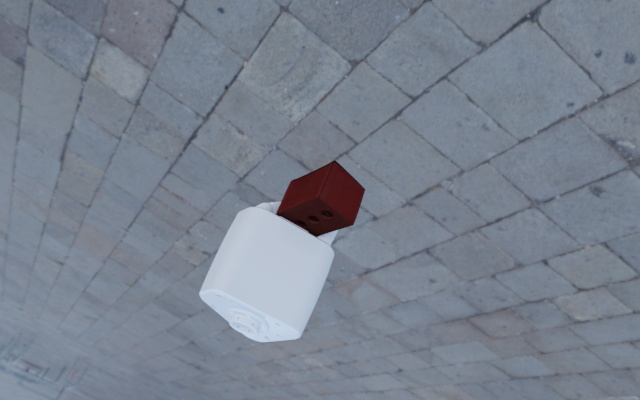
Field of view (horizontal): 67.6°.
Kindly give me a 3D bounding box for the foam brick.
[{"bbox_3d":[0.000,0.002,0.522,0.053,0.051,0.078,40,-38,-25],"label":"foam brick"}]
